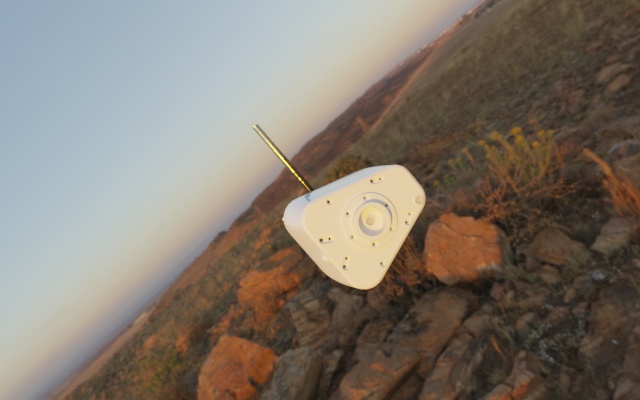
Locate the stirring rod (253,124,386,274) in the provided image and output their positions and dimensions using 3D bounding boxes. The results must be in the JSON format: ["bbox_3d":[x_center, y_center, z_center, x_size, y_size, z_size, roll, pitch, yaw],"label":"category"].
[{"bbox_3d":[0.000,0.002,0.582,0.011,0.239,0.011,-40,6,5],"label":"stirring rod"}]
